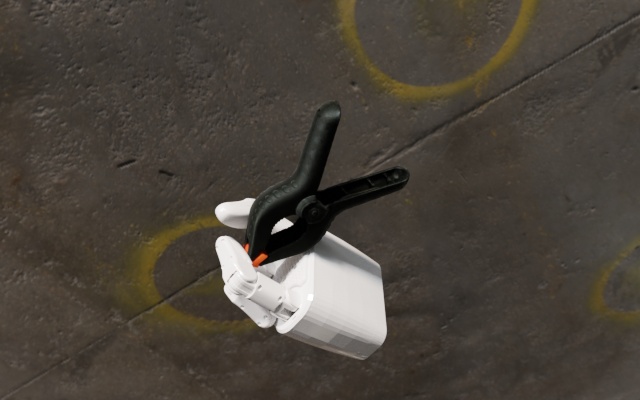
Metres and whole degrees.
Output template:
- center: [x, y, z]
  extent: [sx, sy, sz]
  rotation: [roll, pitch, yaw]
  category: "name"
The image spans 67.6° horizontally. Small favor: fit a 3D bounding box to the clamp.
- center: [0.000, 0.002, 0.443]
  extent: [0.120, 0.171, 0.039]
  rotation: [30, 23, -28]
  category: "clamp"
